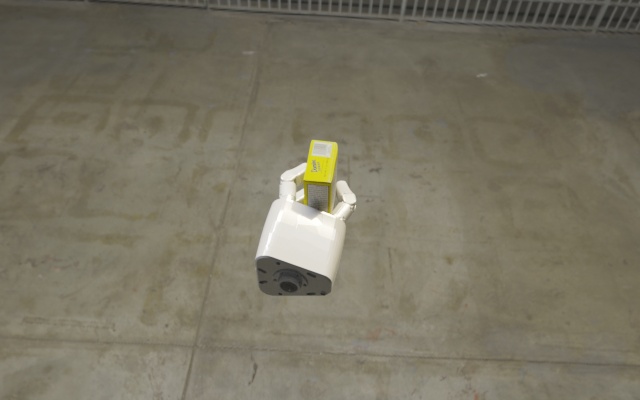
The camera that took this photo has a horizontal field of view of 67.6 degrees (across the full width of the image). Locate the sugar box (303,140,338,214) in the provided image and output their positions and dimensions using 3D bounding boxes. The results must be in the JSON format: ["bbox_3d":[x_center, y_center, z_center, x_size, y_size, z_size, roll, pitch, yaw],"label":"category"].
[{"bbox_3d":[0.000,0.002,0.750,0.048,0.093,0.176,7,-44,3],"label":"sugar box"}]
